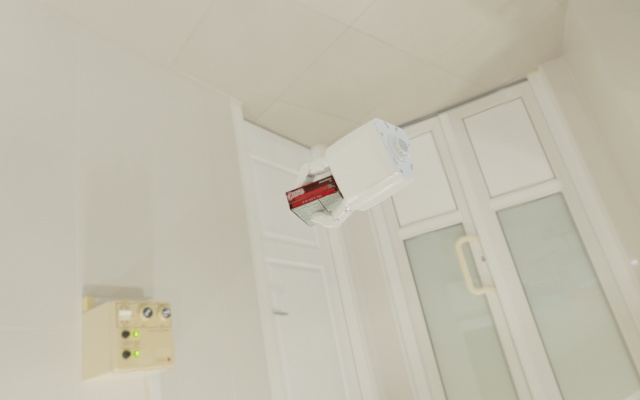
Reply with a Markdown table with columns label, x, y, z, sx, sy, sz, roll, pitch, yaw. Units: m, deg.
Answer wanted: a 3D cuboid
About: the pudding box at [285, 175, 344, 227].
| label | x | y | z | sx | sy | sz | roll | pitch | yaw |
| --- | --- | --- | --- | --- | --- | --- | --- | --- | --- |
| pudding box | 0.000 | 0.003 | 0.839 | 0.090 | 0.039 | 0.113 | -19 | -25 | 10 |
